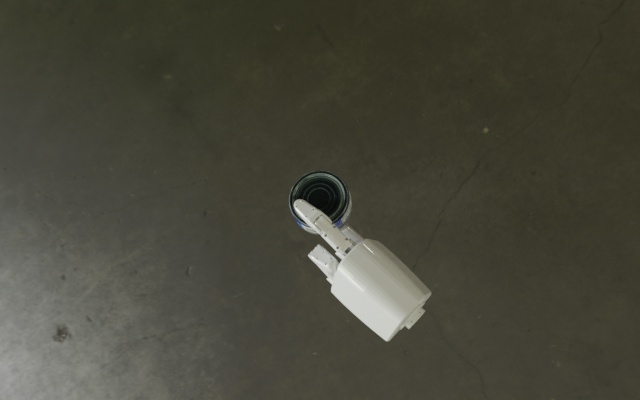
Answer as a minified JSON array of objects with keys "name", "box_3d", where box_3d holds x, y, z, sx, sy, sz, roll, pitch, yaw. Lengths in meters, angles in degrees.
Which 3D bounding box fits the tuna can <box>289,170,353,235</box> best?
[{"name":"tuna can","box_3d":[0.000,0.002,0.662,0.086,0.086,0.034,0,-20,12]}]
